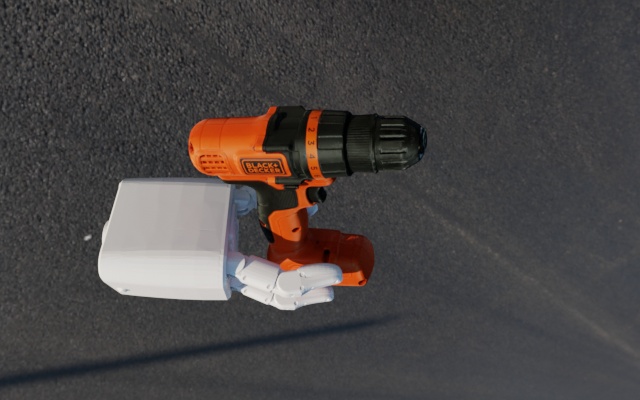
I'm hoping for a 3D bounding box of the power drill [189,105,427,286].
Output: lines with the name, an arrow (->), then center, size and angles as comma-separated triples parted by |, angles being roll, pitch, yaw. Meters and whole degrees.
power drill -> 0.000, 0.002, 0.414 | 0.184, 0.057, 0.188 | 2, -42, 17
